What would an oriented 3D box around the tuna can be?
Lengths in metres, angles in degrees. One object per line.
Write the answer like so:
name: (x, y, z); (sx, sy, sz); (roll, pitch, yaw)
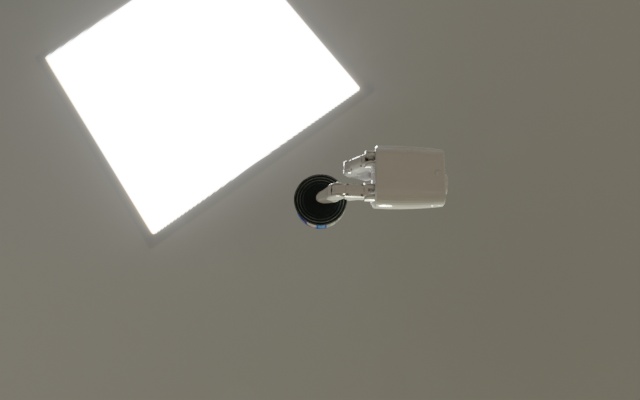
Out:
tuna can: (0.000, 0.003, 0.783); (0.086, 0.086, 0.034); (0, -16, 1)
